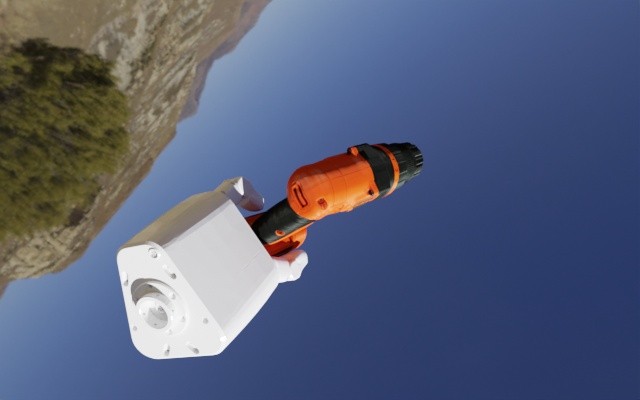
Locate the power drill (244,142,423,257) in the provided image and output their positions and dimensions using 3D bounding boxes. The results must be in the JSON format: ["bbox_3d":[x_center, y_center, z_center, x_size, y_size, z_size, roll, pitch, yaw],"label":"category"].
[{"bbox_3d":[0.000,0.002,0.495,0.184,0.057,0.188,-17,-13,-47],"label":"power drill"}]
